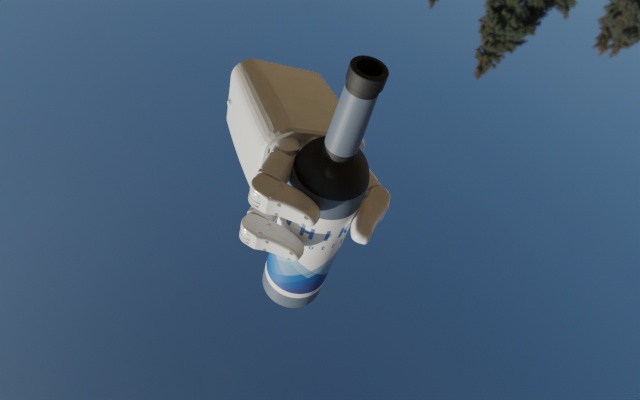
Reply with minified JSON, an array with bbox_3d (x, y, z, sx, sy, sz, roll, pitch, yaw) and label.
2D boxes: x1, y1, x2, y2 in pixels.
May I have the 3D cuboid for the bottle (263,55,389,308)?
[{"bbox_3d":[0.000,0.002,0.429,0.069,0.069,0.296,0,-38,-16],"label":"bottle"}]
